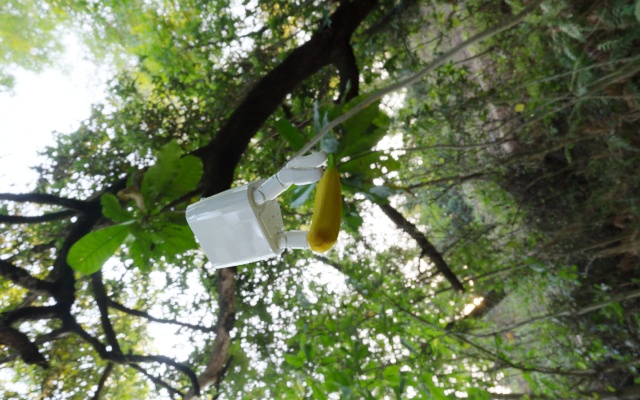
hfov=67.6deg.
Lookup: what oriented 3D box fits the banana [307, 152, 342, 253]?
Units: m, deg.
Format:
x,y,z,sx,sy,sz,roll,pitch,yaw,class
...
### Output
x,y,z,sx,sy,sz,roll,pitch,yaw,class
0.005,0.015,0.617,0.037,0.070,0.197,-9,34,11,banana
